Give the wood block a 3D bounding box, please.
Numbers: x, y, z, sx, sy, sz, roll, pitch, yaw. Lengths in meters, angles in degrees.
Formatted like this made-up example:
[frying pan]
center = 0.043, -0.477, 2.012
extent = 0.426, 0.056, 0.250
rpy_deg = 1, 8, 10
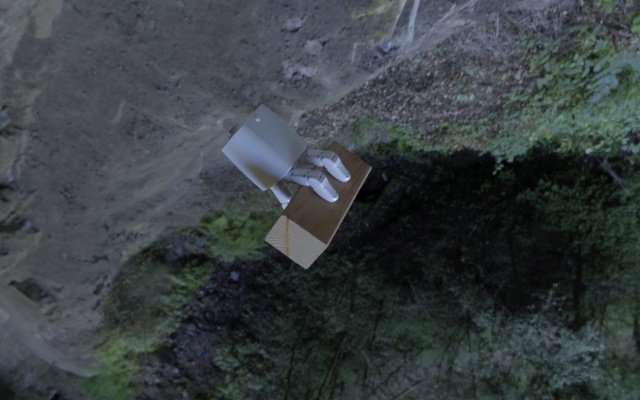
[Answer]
[wood block]
center = 0.000, 0.003, 0.835
extent = 0.090, 0.206, 0.091
rpy_deg = 35, -41, -3
